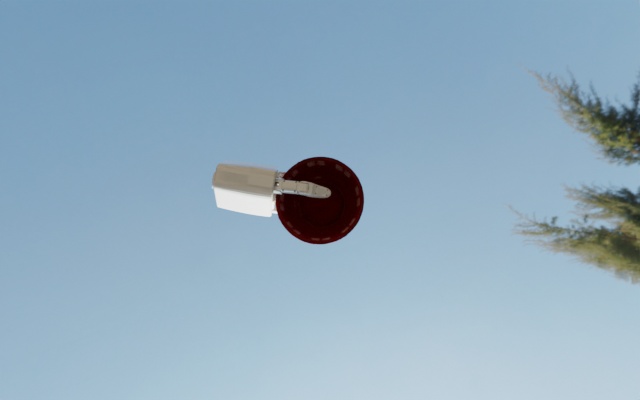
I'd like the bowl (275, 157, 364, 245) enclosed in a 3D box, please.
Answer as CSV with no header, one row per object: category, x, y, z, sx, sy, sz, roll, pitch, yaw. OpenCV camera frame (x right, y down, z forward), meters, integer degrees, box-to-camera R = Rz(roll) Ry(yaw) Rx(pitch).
bowl,0.001,0.003,0.886,0.162,0.162,0.055,0,-9,5
